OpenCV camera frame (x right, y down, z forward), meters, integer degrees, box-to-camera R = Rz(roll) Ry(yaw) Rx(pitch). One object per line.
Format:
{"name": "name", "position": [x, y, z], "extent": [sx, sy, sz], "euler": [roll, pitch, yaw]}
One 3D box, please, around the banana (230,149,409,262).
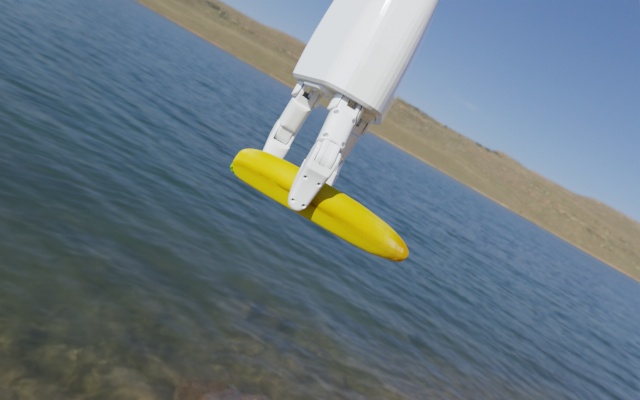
{"name": "banana", "position": [-0.007, -0.002, 0.435], "extent": [0.198, 0.037, 0.069], "euler": [29, 2, 13]}
